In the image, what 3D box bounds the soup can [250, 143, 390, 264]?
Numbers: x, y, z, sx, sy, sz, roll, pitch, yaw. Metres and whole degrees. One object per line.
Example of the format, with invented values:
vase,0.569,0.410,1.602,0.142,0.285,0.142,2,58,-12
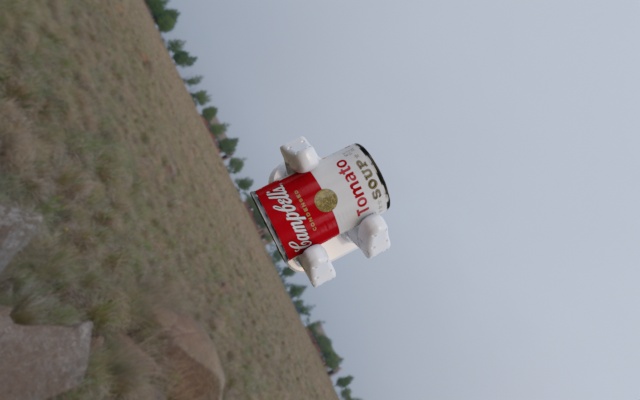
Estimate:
soup can,0.000,0.001,0.411,0.102,0.068,0.068,-26,4,-8
